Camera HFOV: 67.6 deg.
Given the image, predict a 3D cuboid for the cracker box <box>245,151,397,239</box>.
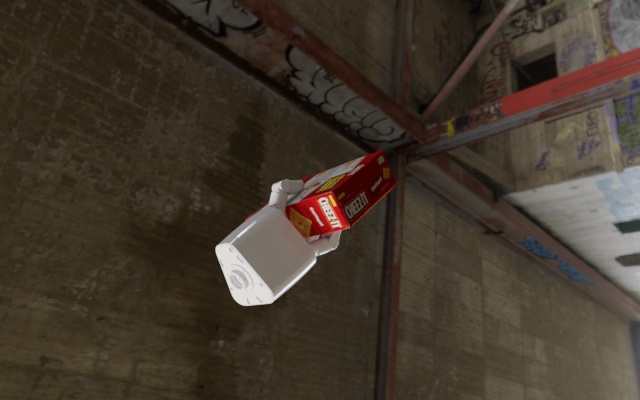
[{"bbox_3d":[0.000,0.003,0.814,0.214,0.072,0.164,-16,16,43],"label":"cracker box"}]
